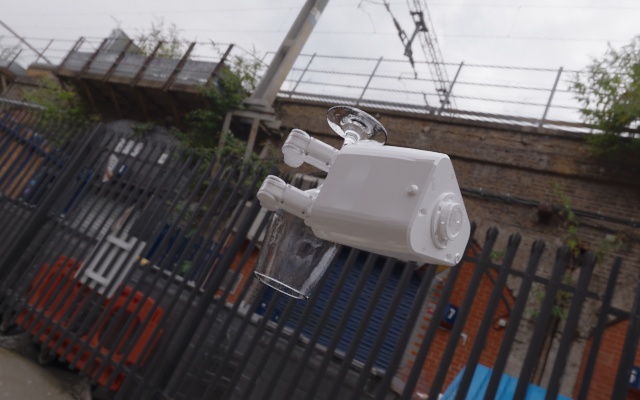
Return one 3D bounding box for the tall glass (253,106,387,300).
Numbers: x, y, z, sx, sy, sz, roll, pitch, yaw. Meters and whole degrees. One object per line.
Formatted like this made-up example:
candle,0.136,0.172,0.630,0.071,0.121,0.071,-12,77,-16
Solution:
tall glass,0.000,0.001,0.510,0.079,0.201,0.079,23,-18,8
